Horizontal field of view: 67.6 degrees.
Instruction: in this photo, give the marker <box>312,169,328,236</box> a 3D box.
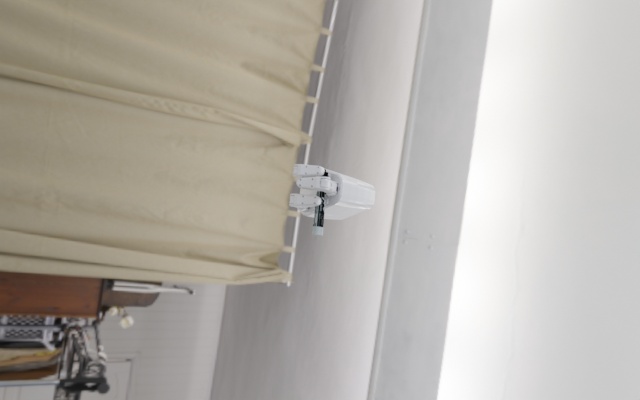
[{"bbox_3d":[0.000,0.003,0.866,0.020,0.121,0.020,5,-6,1],"label":"marker"}]
